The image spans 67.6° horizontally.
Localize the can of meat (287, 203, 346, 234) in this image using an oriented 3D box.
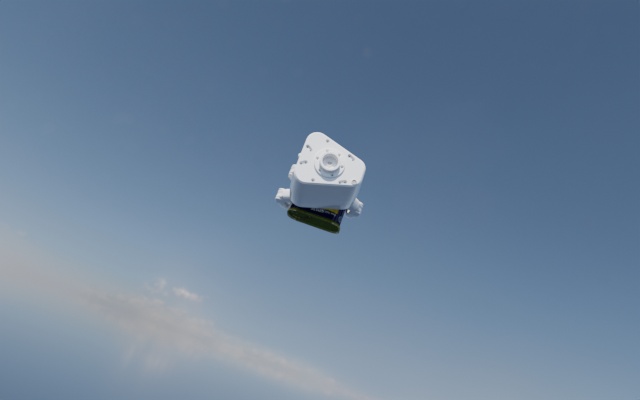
[{"bbox_3d":[0.000,0.003,0.884,0.102,0.084,0.057,19,-19,5],"label":"can of meat"}]
